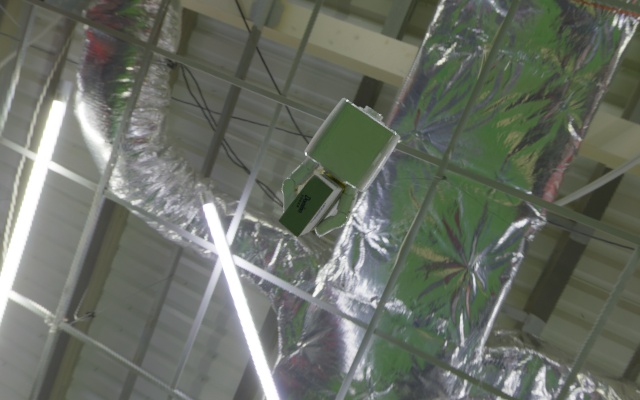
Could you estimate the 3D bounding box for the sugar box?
[{"bbox_3d":[0.000,0.002,0.778,0.048,0.093,0.176,40,12,12],"label":"sugar box"}]
